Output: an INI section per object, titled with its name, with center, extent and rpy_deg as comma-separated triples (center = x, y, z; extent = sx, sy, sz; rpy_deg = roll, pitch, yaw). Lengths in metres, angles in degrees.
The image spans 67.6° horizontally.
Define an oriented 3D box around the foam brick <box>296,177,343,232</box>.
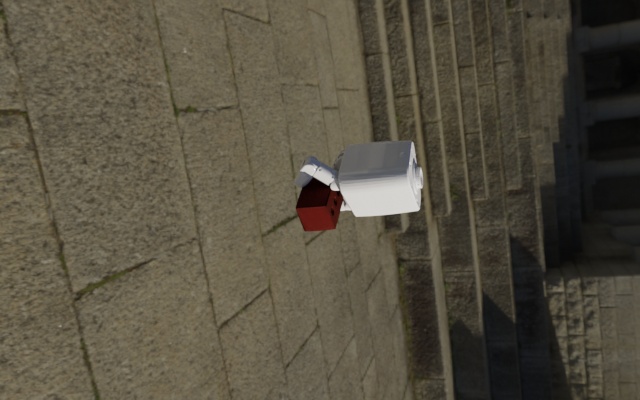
[foam brick]
center = 0.000, 0.003, 0.747
extent = 0.051, 0.053, 0.078
rpy_deg = -3, 43, 20
